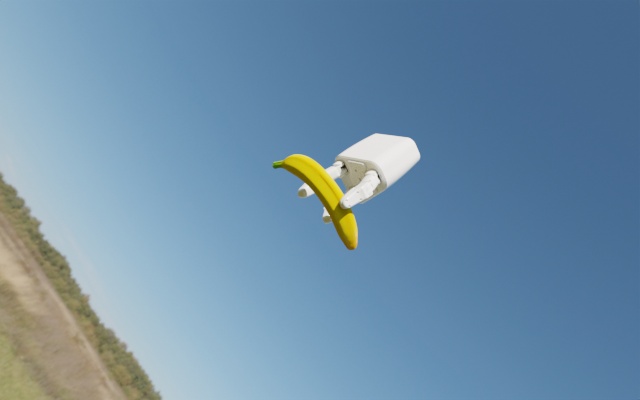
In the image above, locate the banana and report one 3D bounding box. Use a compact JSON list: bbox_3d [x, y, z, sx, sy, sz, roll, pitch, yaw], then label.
[{"bbox_3d":[0.005,-0.008,0.774,0.037,0.198,0.070,-37,-8,-35],"label":"banana"}]
